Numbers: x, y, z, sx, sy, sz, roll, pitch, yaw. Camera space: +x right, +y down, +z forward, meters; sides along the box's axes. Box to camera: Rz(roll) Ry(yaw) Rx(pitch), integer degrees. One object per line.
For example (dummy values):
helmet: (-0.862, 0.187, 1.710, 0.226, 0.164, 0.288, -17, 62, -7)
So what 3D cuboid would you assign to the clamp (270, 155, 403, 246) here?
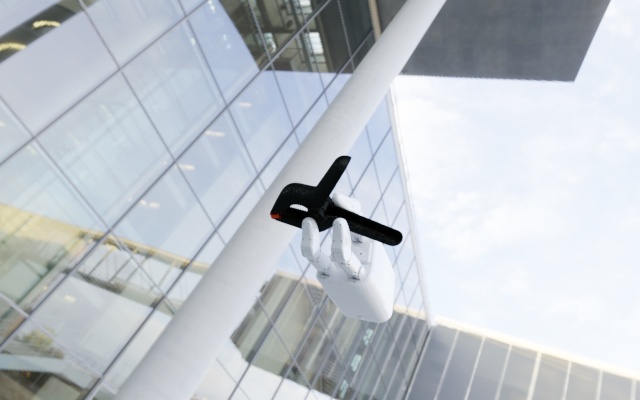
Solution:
clamp: (0.000, 0.002, 0.692, 0.210, 0.036, 0.165, 1, -44, 37)
